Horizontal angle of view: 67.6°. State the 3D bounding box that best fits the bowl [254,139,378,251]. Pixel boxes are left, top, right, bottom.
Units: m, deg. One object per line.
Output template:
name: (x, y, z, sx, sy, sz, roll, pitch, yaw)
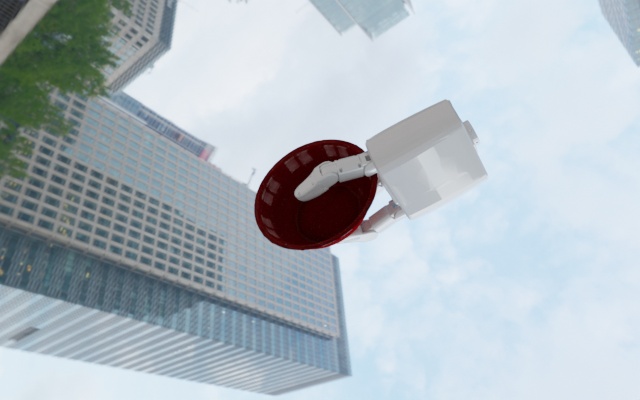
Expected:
bowl: (-0.001, 0.002, 0.601, 0.162, 0.162, 0.055, 0, -33, 25)
